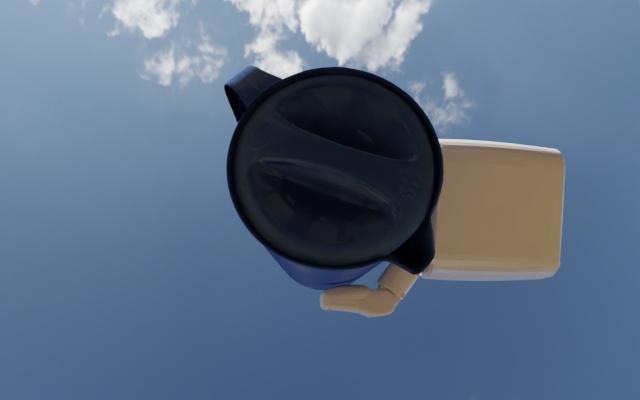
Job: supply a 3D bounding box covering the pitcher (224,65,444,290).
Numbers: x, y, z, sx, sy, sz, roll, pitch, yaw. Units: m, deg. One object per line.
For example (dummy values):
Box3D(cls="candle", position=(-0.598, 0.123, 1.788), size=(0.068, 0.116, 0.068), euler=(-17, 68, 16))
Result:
Box3D(cls="pitcher", position=(0.000, 0.001, 0.402), size=(0.145, 0.149, 0.243), euler=(1, -17, -1))
